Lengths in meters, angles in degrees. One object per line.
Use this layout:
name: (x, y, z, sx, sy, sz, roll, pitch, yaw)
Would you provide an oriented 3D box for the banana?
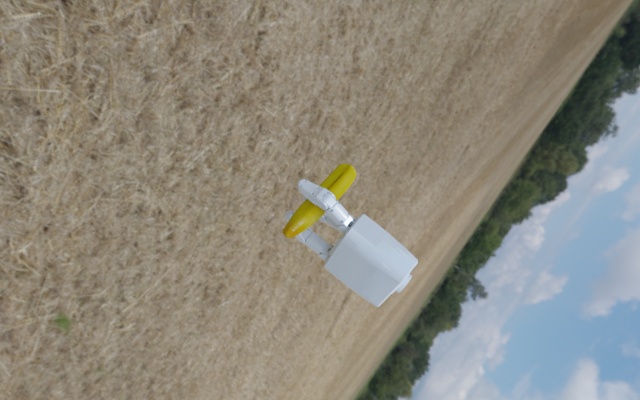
banana: (0.011, -0.010, 0.746, 0.070, 0.037, 0.197, -49, -1, 43)
